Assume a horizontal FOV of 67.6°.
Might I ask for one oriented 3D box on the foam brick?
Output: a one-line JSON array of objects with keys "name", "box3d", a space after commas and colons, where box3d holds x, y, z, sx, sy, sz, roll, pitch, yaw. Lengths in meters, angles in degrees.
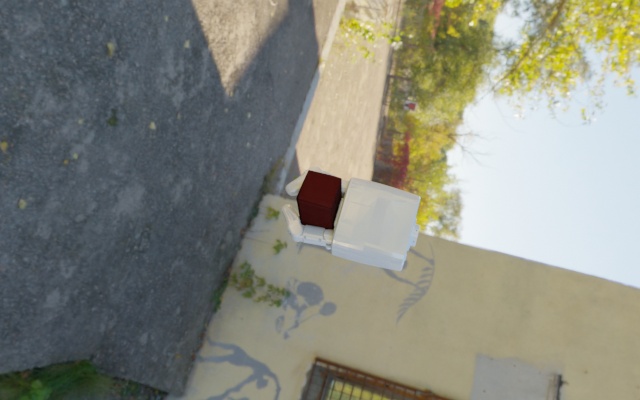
[{"name": "foam brick", "box3d": [0.000, 0.002, 0.687, 0.051, 0.053, 0.078, 15, -28, 11]}]
